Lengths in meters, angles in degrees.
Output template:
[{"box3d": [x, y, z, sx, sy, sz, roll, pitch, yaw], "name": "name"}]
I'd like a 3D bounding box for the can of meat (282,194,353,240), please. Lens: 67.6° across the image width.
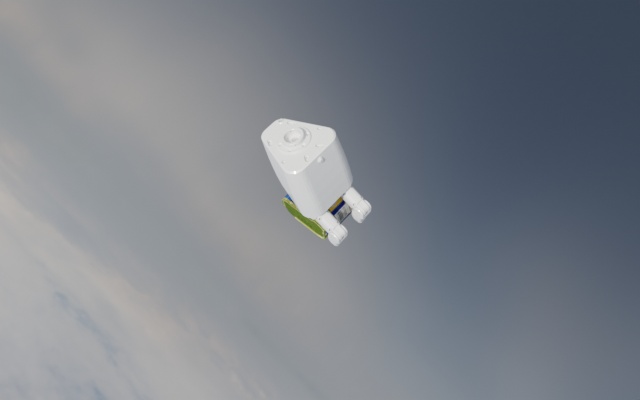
[{"box3d": [0.000, 0.003, 0.778, 0.102, 0.084, 0.057, 35, -19, 30], "name": "can of meat"}]
